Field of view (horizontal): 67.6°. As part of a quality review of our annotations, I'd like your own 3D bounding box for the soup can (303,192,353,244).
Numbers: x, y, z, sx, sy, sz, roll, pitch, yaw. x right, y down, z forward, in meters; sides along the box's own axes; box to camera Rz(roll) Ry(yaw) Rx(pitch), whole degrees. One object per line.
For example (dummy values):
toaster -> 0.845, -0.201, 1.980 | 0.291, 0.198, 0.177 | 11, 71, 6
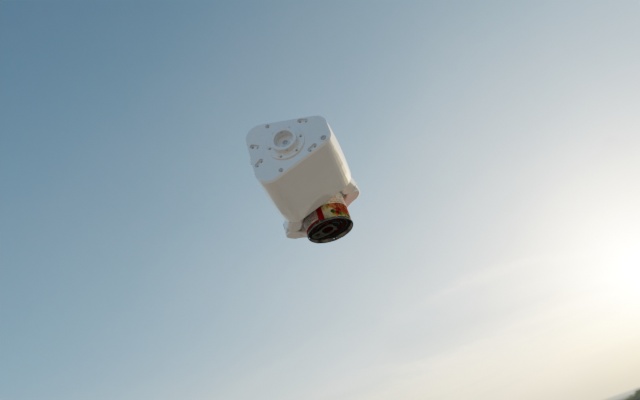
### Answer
soup can -> 0.000, 0.002, 0.698 | 0.068, 0.102, 0.068 | -14, -31, -9
